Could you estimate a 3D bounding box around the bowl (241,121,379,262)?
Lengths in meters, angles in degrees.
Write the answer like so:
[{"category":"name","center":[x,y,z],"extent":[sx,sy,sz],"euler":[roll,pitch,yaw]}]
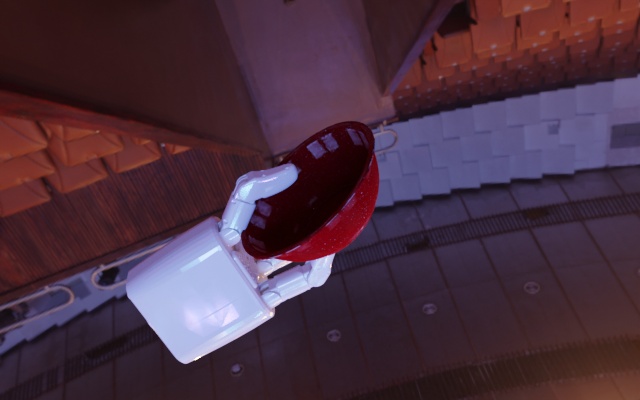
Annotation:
[{"category":"bowl","center":[0.001,0.001,0.455],"extent":[0.055,0.162,0.162],"euler":[43,-24,-28]}]
